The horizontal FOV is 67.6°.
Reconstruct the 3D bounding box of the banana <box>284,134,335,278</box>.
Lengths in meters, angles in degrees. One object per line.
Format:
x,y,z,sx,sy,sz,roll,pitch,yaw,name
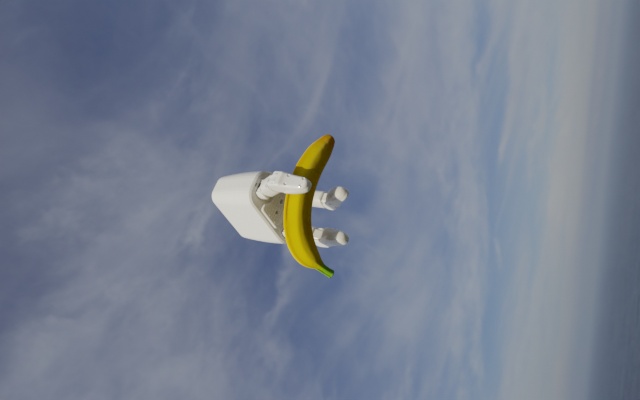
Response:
-0.016,0.004,0.647,0.069,0.198,0.037,5,-7,-29,banana
